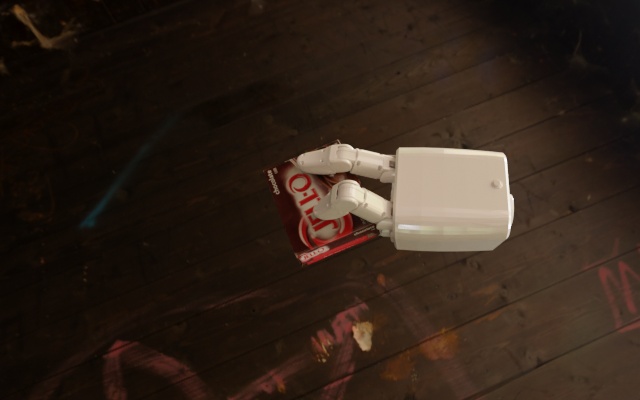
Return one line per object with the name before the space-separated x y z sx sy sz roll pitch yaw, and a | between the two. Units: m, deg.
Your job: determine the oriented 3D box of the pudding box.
pudding box | 0.000 0.002 0.504 0.090 0.113 0.039 -22 -32 -3
